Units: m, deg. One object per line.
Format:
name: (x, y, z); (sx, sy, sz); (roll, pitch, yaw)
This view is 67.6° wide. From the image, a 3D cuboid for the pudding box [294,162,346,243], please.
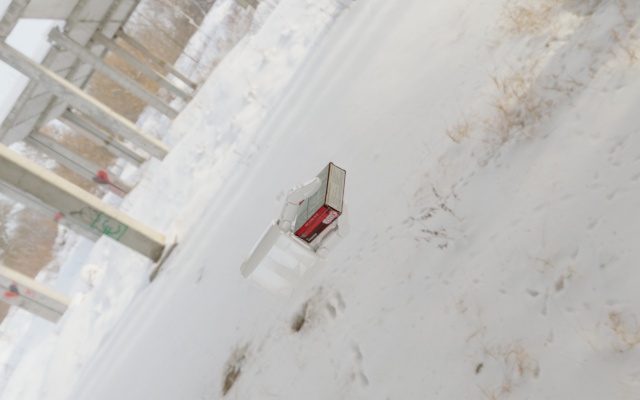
pudding box: (0.000, 0.003, 0.792); (0.039, 0.113, 0.090); (31, -52, -21)
